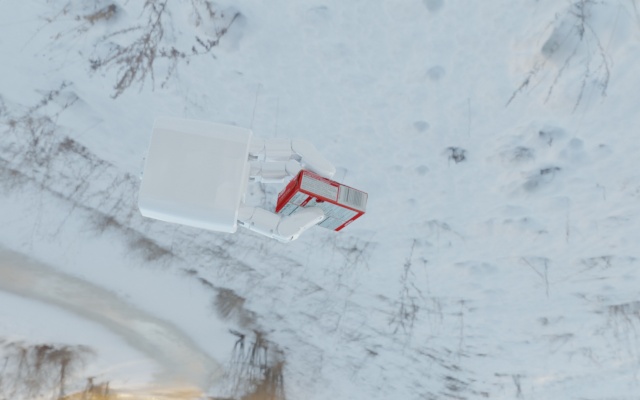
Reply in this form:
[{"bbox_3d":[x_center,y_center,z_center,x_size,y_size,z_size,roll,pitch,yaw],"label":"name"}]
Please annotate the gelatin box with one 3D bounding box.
[{"bbox_3d":[0.000,0.002,0.567,0.089,0.030,0.073,19,-28,-17],"label":"gelatin box"}]
